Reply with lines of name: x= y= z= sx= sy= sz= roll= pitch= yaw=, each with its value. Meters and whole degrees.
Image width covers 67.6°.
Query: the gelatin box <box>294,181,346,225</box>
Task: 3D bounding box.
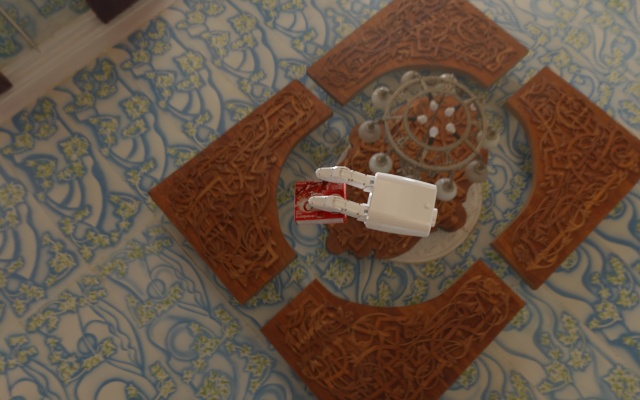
gelatin box: x=0.000 y=0.003 z=0.832 sx=0.089 sy=0.073 sz=0.030 roll=-3 pitch=-21 yaw=8
